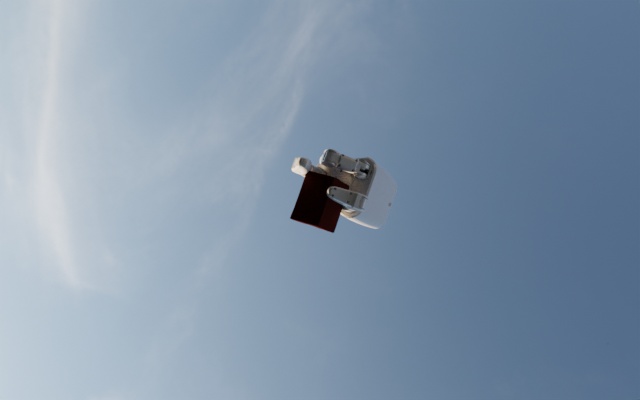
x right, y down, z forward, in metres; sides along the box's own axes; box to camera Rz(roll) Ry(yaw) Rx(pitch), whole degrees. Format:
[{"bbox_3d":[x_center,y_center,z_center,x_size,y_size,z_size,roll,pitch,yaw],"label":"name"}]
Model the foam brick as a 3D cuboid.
[{"bbox_3d":[0.000,0.003,0.709,0.053,0.078,0.051,17,-6,32],"label":"foam brick"}]
